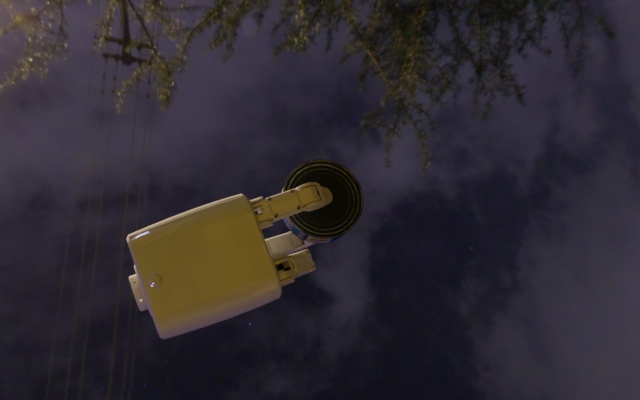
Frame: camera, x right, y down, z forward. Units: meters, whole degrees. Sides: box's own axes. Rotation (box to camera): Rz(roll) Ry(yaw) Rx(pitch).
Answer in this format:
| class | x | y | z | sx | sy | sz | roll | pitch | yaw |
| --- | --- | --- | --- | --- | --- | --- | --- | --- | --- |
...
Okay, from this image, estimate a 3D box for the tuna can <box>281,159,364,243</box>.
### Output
| class | x | y | z | sx | sy | sz | roll | pitch | yaw |
| --- | --- | --- | --- | --- | --- | --- | --- | --- | --- |
| tuna can | 0.000 | 0.002 | 0.507 | 0.086 | 0.086 | 0.034 | 0 | -16 | -12 |
